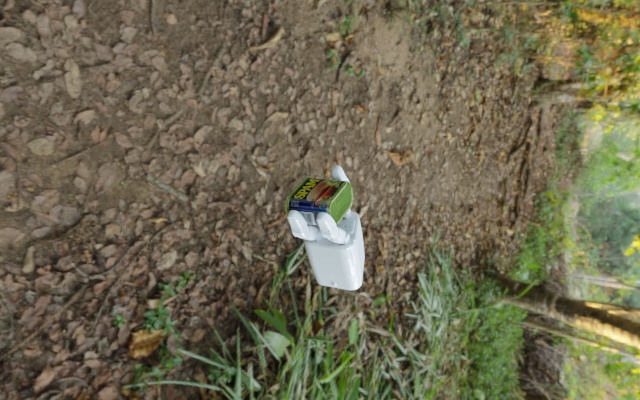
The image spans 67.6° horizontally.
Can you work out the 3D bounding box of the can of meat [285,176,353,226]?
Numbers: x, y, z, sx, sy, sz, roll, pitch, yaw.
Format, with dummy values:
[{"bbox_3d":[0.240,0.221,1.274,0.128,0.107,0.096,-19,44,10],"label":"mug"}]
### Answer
[{"bbox_3d":[0.000,0.003,0.830,0.084,0.057,0.102,6,33,27],"label":"can of meat"}]
